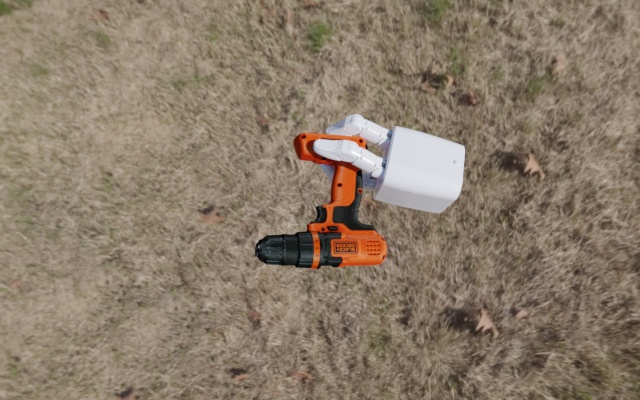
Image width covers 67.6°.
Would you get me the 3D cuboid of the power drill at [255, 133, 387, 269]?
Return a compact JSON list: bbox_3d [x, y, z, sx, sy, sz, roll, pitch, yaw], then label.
[{"bbox_3d":[0.000,0.002,0.672,0.184,0.187,0.057,2,-10,-17],"label":"power drill"}]
